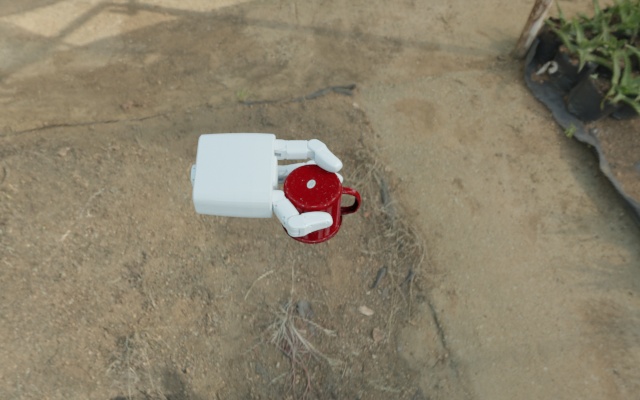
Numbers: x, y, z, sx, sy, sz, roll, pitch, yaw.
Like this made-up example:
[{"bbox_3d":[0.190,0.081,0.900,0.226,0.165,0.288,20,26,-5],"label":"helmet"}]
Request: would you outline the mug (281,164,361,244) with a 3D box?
[{"bbox_3d":[0.002,0.002,0.686,0.117,0.093,0.082,0,-37,-3],"label":"mug"}]
